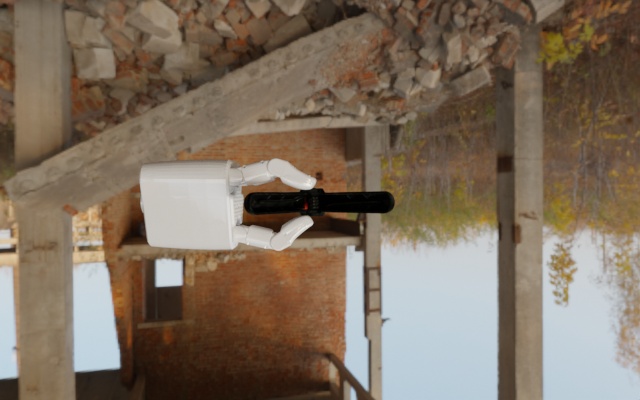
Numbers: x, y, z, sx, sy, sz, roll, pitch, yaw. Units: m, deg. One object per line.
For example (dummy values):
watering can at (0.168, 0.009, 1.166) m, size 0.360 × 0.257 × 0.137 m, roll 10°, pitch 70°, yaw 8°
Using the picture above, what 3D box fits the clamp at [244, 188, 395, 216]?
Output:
clamp at (0.000, 0.003, 0.605) m, size 0.164 × 0.036 × 0.210 m, roll 1°, pitch 1°, yaw 0°
